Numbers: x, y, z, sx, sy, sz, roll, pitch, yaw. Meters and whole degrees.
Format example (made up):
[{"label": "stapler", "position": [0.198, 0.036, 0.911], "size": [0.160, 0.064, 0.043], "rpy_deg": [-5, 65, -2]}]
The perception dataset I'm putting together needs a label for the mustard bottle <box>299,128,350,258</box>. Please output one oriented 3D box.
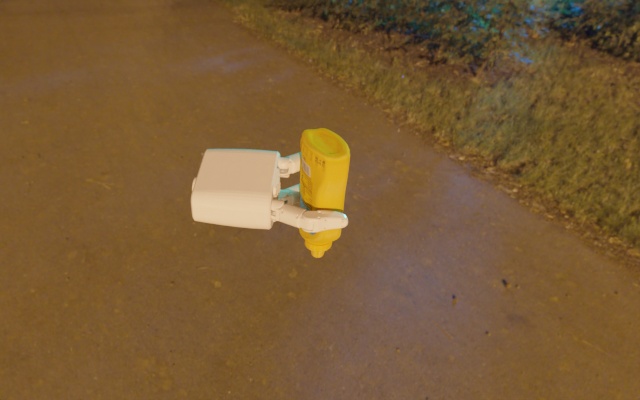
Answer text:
[{"label": "mustard bottle", "position": [0.000, 0.002, 0.677], "size": [0.058, 0.192, 0.096], "rpy_deg": [-10, 35, -21]}]
